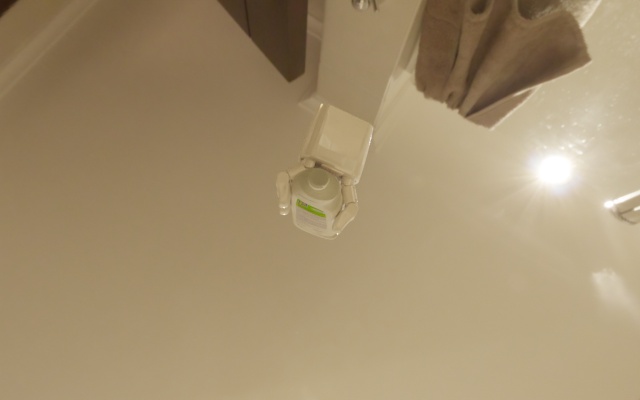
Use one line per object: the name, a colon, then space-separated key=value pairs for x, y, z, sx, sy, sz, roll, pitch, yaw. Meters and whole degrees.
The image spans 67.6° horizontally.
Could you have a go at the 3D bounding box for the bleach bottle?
bleach bottle: x=0.000 y=0.003 z=0.825 sx=0.102 sy=0.068 sz=0.251 roll=19 pitch=-16 yaw=3
